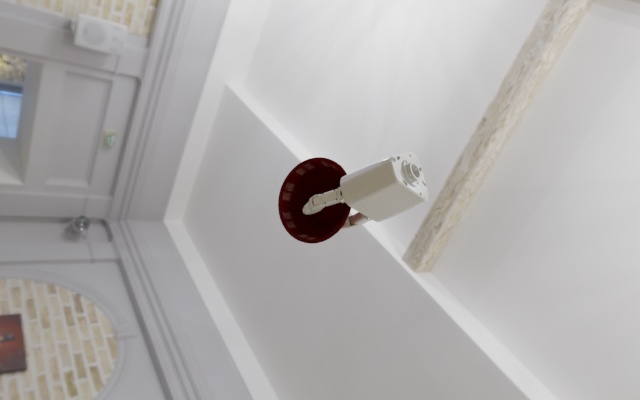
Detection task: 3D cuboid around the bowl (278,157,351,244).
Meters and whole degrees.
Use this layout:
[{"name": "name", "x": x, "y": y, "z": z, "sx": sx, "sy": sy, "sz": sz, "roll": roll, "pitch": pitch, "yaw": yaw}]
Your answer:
[{"name": "bowl", "x": -0.001, "y": 0.003, "z": 0.901, "sx": 0.162, "sy": 0.162, "sz": 0.055, "roll": 0, "pitch": -10, "yaw": 31}]
